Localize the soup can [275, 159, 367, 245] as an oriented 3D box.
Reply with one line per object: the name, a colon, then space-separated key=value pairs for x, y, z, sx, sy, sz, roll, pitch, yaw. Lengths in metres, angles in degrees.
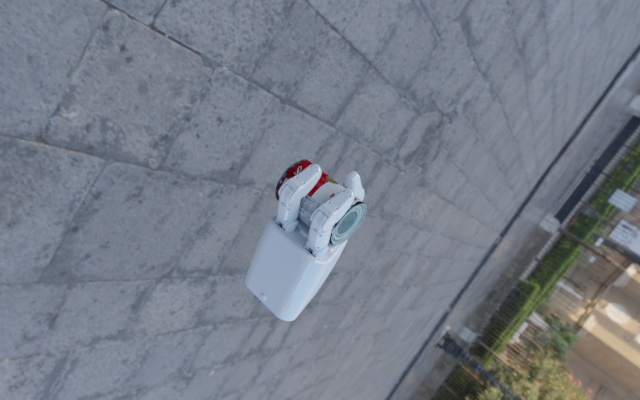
soup can: x=0.001 y=0.002 z=0.615 sx=0.102 sy=0.068 sz=0.068 roll=39 pitch=19 yaw=25
